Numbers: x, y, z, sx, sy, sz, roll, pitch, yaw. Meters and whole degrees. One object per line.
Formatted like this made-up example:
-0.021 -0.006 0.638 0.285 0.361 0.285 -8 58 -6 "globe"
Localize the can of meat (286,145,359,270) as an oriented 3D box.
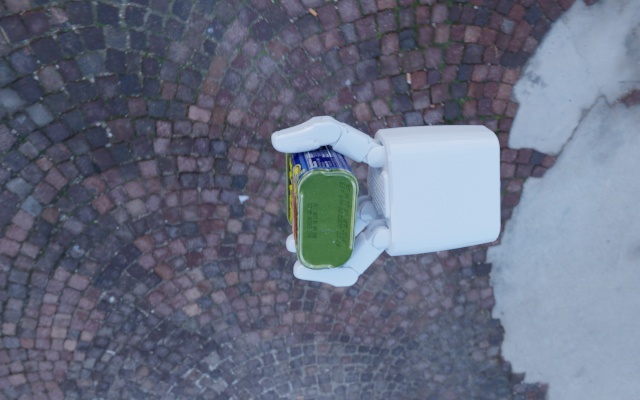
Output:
0.000 0.002 0.442 0.057 0.102 0.084 -3 26 -8 "can of meat"
